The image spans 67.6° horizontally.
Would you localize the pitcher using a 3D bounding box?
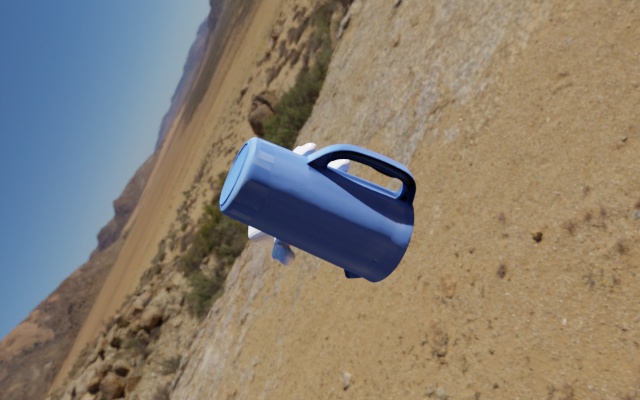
[{"bbox_3d":[0.000,0.002,0.643,0.243,0.149,0.145,24,-18,-19],"label":"pitcher"}]
